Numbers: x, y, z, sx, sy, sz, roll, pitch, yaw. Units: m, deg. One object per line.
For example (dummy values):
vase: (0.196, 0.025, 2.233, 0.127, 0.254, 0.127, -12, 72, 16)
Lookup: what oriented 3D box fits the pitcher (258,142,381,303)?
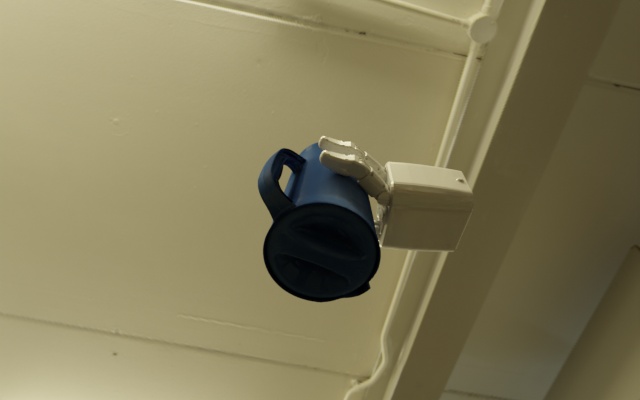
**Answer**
pitcher: (0.000, 0.002, 0.633, 0.145, 0.149, 0.242, 5, 28, 0)
